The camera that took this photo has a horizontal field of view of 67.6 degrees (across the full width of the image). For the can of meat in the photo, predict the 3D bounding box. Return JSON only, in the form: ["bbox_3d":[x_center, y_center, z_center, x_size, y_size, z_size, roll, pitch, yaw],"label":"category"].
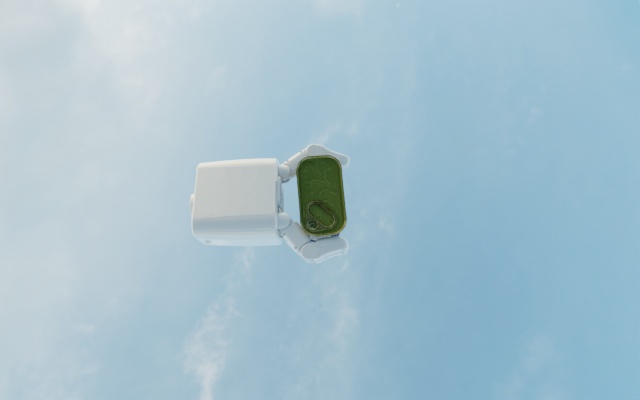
[{"bbox_3d":[0.000,0.002,0.627,0.057,0.102,0.084,-5,-13,-2],"label":"can of meat"}]
